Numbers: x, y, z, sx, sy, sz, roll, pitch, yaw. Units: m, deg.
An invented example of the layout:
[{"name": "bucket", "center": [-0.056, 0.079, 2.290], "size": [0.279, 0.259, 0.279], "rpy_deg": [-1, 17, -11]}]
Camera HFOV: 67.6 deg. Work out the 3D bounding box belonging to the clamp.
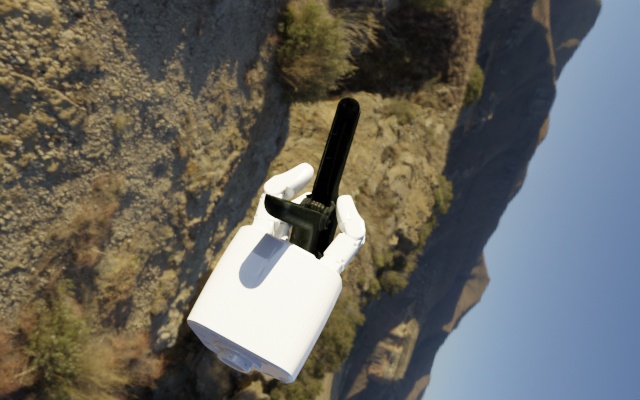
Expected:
[{"name": "clamp", "center": [0.001, 0.002, 0.521], "size": [0.036, 0.164, 0.210], "rpy_deg": [23, -30, 17]}]
